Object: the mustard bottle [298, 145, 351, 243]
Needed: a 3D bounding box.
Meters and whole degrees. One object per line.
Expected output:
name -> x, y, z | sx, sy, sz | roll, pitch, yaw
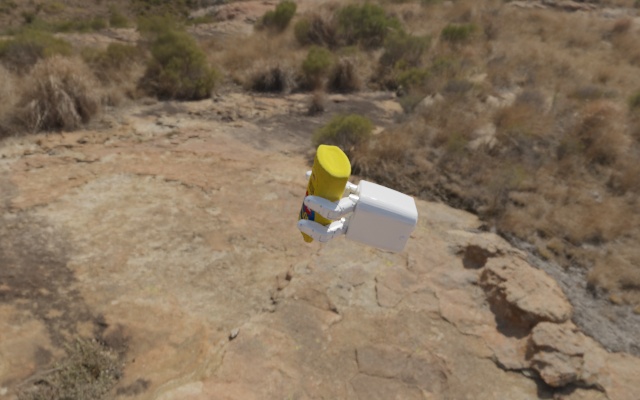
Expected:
mustard bottle -> 0.000, 0.003, 0.858 | 0.058, 0.192, 0.096 | 2, 40, -19
